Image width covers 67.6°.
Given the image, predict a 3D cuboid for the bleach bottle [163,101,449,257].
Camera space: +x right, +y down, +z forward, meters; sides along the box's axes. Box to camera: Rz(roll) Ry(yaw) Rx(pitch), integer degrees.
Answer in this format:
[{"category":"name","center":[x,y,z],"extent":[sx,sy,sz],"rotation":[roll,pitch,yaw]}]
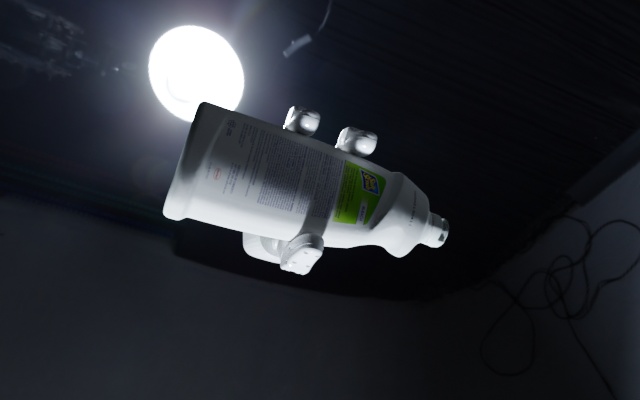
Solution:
[{"category":"bleach bottle","center":[0.000,0.001,0.426],"extent":[0.251,0.102,0.068],"rotation":[19,-14,-16]}]
